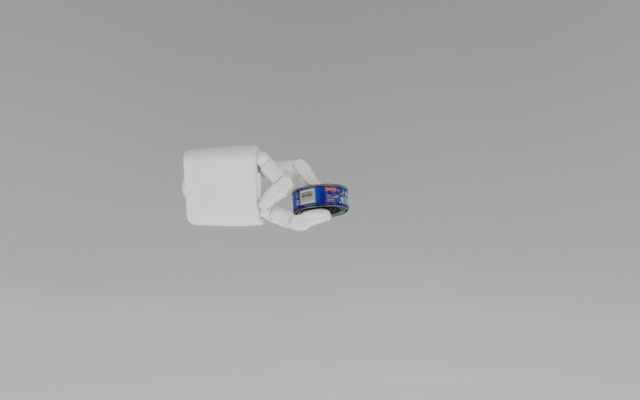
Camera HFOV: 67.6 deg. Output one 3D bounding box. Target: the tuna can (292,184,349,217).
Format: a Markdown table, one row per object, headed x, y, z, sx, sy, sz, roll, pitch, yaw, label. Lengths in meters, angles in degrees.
| x | y | z | sx | sy | sz | roll | pitch | yaw | label |
| --- | --- | --- | --- | --- | --- | --- | --- | --- | --- |
| 0.000 | 0.003 | 0.724 | 0.086 | 0.033 | 0.086 | -4 | -14 | -1 | tuna can |
